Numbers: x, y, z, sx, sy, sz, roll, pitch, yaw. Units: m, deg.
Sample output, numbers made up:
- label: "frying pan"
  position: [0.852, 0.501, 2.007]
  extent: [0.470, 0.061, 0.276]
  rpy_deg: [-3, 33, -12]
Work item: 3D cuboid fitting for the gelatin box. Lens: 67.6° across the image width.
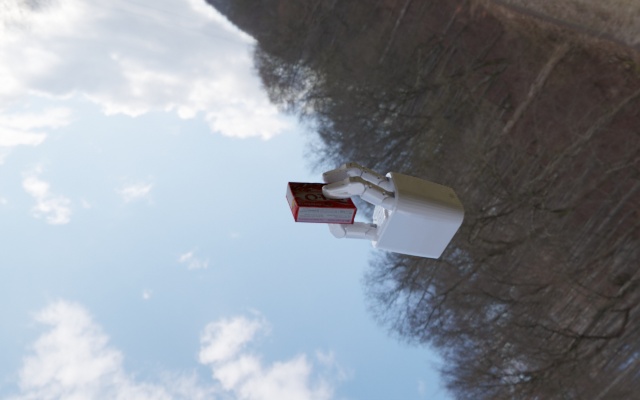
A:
- label: "gelatin box"
  position: [0.000, 0.003, 0.688]
  extent: [0.089, 0.030, 0.073]
  rpy_deg: [2, 29, -17]
